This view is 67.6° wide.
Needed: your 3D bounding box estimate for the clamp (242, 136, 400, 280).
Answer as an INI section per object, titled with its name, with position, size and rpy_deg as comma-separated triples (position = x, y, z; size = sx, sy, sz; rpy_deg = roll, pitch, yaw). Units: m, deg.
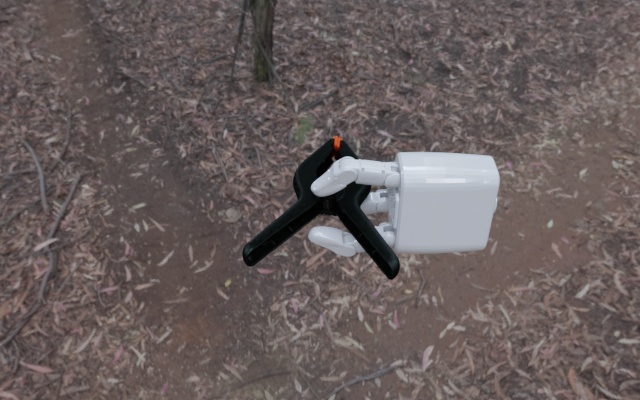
[clamp]
position = 0.000, 0.001, 0.556
size = 0.164, 0.209, 0.036
rpy_deg = 0, -43, 0
